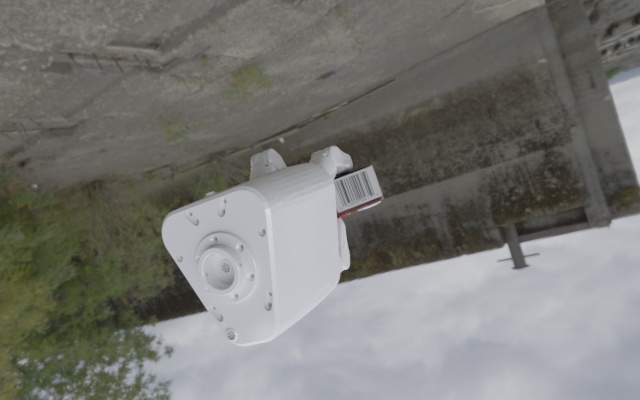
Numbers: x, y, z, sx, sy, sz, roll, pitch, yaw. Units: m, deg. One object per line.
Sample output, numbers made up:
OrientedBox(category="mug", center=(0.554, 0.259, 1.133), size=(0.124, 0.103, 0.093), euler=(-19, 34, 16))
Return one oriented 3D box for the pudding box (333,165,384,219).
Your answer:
OrientedBox(category="pudding box", center=(0.000, 0.002, 0.482), size=(0.113, 0.039, 0.090), euler=(-19, 2, -3))
